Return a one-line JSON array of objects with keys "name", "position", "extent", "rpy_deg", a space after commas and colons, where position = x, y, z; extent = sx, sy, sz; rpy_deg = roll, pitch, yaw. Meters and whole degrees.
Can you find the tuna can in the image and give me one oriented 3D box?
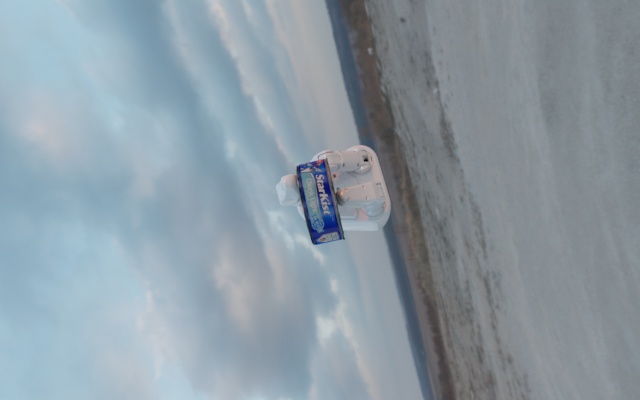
[{"name": "tuna can", "position": [0.000, 0.002, 0.489], "extent": [0.034, 0.086, 0.086], "rpy_deg": [-12, -1, 2]}]
